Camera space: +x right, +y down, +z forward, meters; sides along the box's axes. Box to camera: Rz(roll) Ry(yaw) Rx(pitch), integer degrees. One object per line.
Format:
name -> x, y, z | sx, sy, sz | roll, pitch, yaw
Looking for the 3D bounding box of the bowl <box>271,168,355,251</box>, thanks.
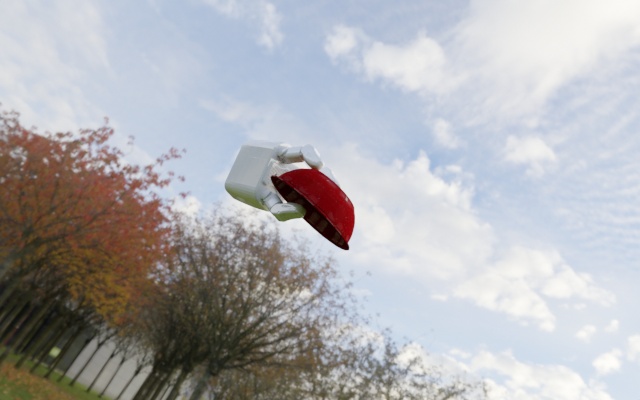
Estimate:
bowl -> 0.001, 0.003, 0.727 | 0.162, 0.055, 0.162 | 42, -11, 10
